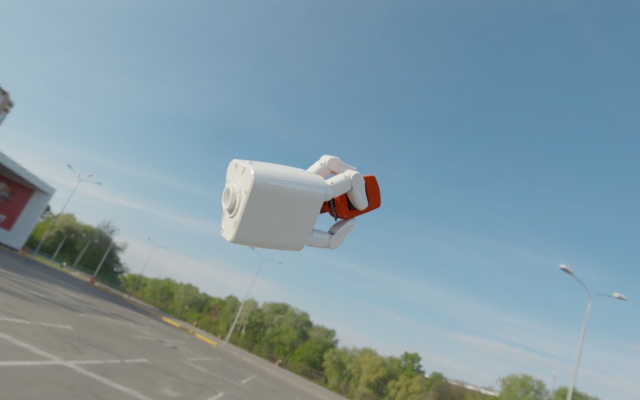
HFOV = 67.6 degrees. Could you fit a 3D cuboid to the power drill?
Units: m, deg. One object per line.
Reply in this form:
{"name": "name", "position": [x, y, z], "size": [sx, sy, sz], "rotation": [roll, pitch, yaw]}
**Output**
{"name": "power drill", "position": [0.000, 0.002, 0.765], "size": [0.187, 0.057, 0.184], "rotation": [-11, 4, 41]}
